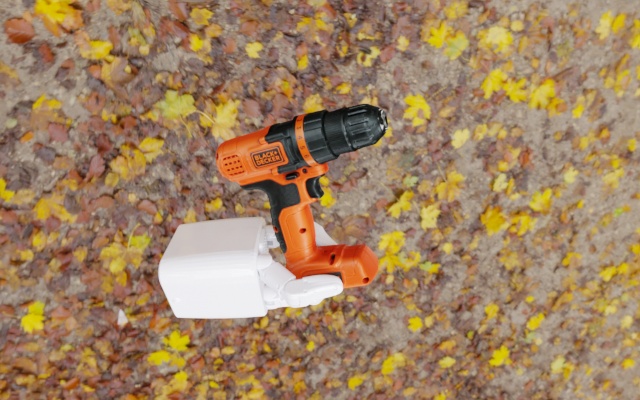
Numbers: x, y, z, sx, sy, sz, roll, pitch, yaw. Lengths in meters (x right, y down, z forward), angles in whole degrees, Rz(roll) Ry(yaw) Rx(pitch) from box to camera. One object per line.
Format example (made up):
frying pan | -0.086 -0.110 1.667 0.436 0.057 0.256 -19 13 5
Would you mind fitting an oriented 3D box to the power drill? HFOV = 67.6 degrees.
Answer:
power drill | 0.000 0.002 0.501 0.184 0.188 0.057 -11 20 24
